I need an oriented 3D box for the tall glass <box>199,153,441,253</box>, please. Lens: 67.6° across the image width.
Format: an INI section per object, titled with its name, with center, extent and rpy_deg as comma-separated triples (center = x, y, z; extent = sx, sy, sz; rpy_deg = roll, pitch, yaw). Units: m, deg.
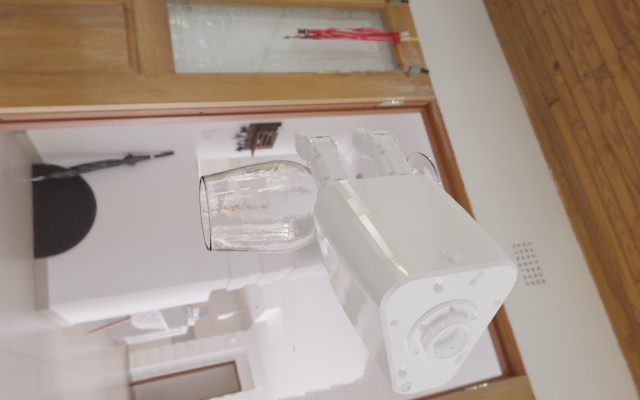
[tall glass]
center = 0.001, 0.001, 0.417
extent = 0.201, 0.079, 0.079
rpy_deg = -6, 2, -19
